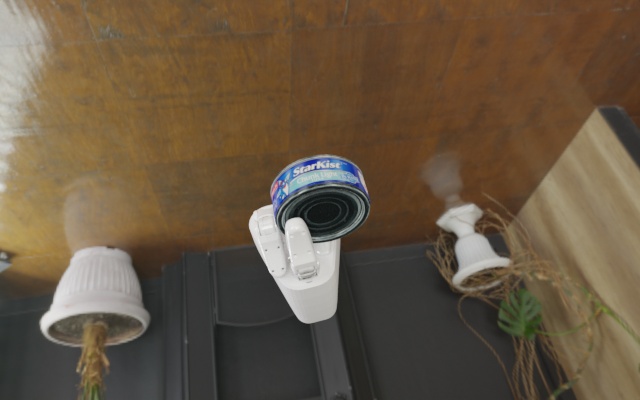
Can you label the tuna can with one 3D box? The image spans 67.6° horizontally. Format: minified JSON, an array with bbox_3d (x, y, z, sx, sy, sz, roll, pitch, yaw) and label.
[{"bbox_3d":[0.000,0.002,0.422,0.086,0.033,0.086,-8,-39,-6],"label":"tuna can"}]
